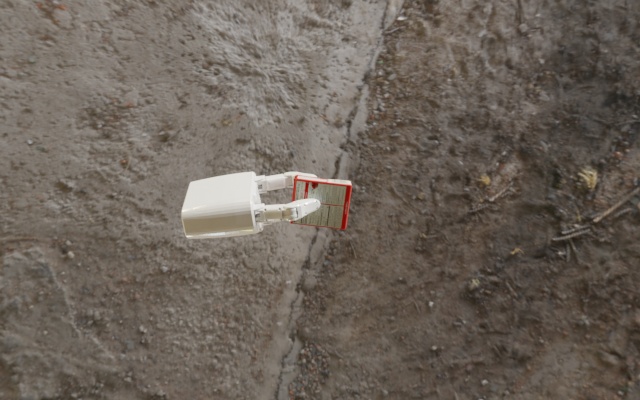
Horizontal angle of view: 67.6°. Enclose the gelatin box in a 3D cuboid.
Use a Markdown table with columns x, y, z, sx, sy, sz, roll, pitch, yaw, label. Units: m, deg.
| x | y | z | sx | sy | sz | roll | pitch | yaw | label |
| --- | --- | --- | --- | --- | --- | --- | --- | --- | --- |
| 0.000 | 0.003 | 0.740 | 0.089 | 0.073 | 0.030 | 6 | 16 | 0 | gelatin box |
